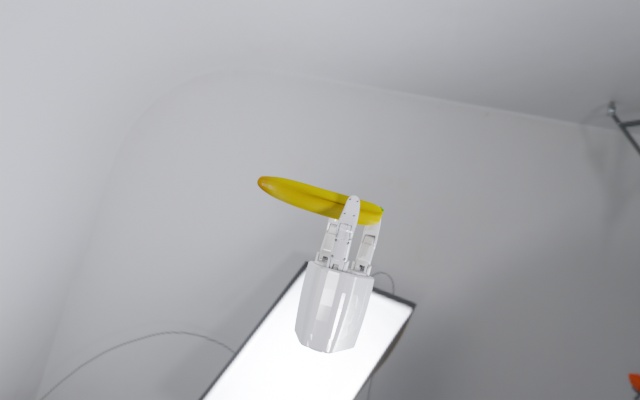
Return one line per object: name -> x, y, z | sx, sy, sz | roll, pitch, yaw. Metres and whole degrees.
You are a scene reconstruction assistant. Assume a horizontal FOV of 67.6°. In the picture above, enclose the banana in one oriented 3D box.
banana -> 0.008, 0.004, 0.672 | 0.198, 0.037, 0.069 | 16, -2, -15
